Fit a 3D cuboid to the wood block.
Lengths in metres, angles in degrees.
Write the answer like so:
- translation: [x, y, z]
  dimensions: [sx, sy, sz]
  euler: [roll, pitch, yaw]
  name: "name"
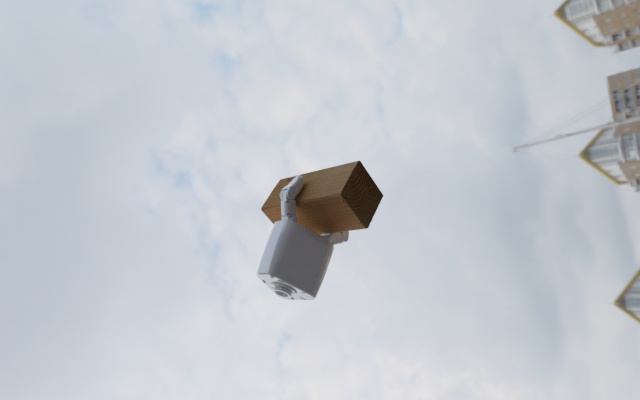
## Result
- translation: [0.000, 0.003, 0.899]
  dimensions: [0.206, 0.091, 0.090]
  euler: [-10, 38, 42]
  name: "wood block"
